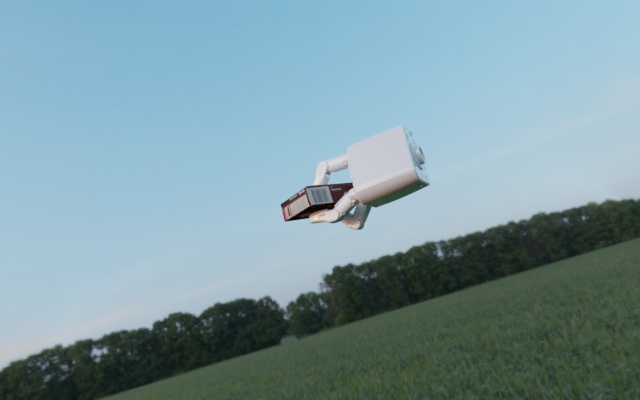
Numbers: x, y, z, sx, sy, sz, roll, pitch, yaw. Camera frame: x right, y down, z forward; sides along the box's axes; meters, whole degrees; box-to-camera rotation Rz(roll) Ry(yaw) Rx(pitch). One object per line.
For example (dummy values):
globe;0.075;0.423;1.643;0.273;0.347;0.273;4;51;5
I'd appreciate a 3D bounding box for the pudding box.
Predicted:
pudding box;0.000;0.003;0.843;0.113;0.039;0.090;-4;-18;-37
